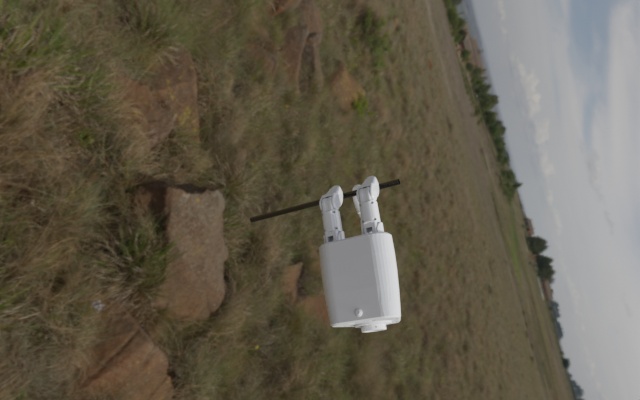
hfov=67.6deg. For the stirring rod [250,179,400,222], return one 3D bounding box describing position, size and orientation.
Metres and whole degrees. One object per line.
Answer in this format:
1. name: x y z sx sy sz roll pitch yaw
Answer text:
1. stirring rod: 0.000 0.002 0.700 0.239 0.011 0.011 -15 -6 22
